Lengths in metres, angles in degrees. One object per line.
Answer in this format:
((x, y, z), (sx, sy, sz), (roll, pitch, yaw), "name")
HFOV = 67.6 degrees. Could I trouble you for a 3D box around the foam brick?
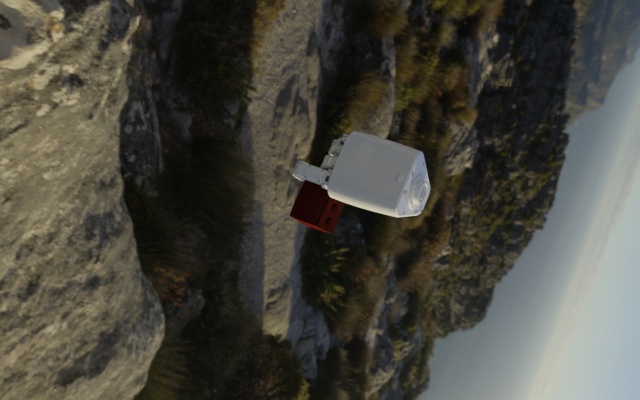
((0.000, 0.003, 0.703), (0.051, 0.078, 0.053), (20, -6, 29), "foam brick")
